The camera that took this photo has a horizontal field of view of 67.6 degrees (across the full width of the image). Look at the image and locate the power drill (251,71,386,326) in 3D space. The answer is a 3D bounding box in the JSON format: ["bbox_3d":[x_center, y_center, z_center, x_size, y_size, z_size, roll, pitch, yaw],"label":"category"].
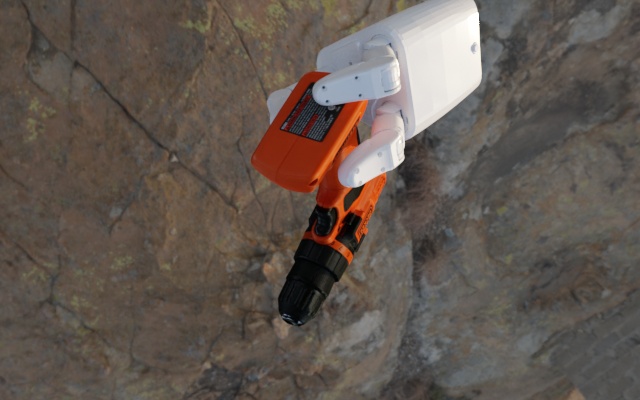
[{"bbox_3d":[0.000,0.001,0.409,0.057,0.184,0.188,18,-26,19],"label":"power drill"}]
